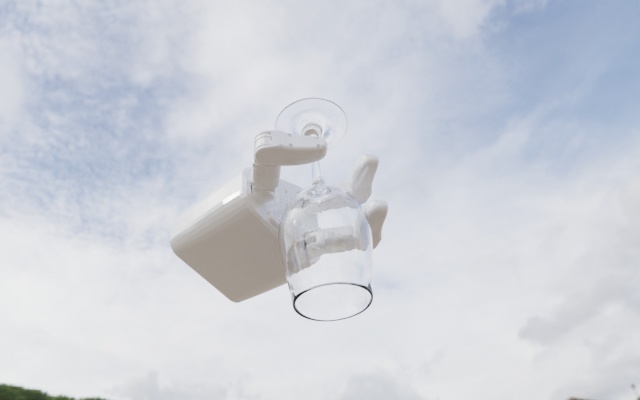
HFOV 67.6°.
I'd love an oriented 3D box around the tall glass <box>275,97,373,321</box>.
[{"bbox_3d":[0.000,0.001,0.423,0.079,0.200,0.079,-4,-40,-4],"label":"tall glass"}]
